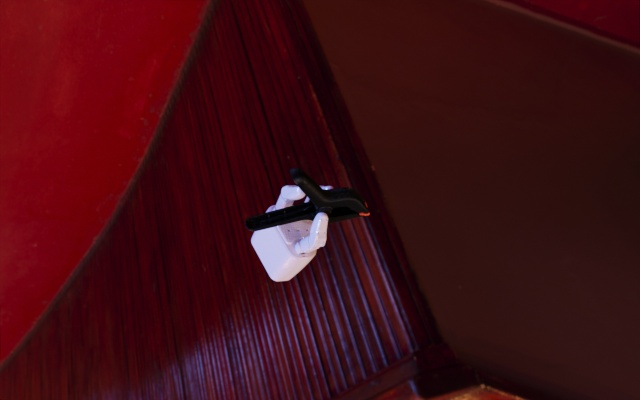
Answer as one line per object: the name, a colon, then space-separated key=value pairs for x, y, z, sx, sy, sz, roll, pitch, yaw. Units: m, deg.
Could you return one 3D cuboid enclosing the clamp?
clamp: x=0.001 y=0.003 z=0.776 sx=0.210 sy=0.036 sz=0.165 roll=0 pitch=-30 yaw=-30
